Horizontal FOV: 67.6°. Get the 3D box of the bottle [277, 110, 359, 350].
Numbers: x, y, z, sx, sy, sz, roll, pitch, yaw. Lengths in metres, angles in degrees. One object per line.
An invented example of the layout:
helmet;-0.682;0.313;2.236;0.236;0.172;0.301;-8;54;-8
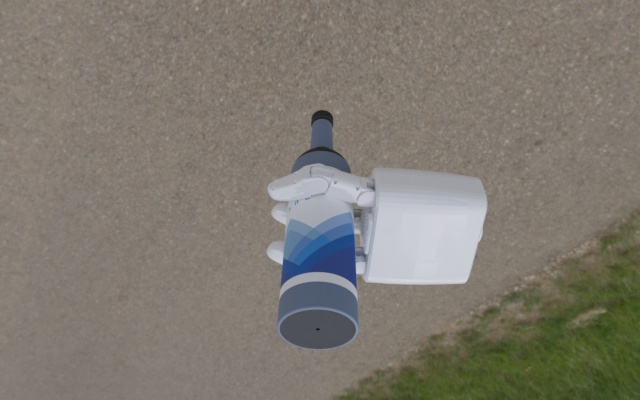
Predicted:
bottle;0.000;0.002;0.490;0.069;0.069;0.295;1;45;1
